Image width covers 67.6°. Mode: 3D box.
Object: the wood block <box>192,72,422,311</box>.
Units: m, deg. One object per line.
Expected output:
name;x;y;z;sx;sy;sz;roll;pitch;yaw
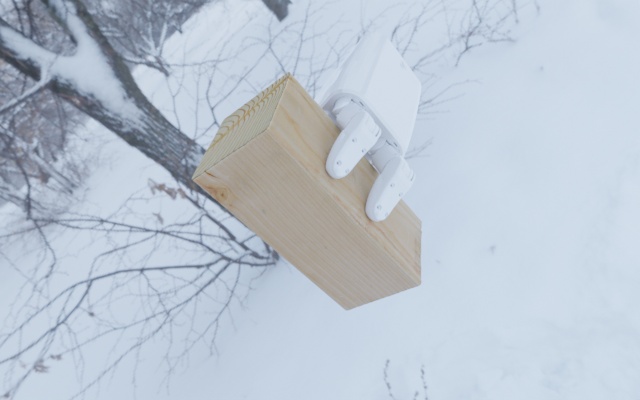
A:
wood block;0.000;0.001;0.441;0.091;0.090;0.206;-27;-58;32
